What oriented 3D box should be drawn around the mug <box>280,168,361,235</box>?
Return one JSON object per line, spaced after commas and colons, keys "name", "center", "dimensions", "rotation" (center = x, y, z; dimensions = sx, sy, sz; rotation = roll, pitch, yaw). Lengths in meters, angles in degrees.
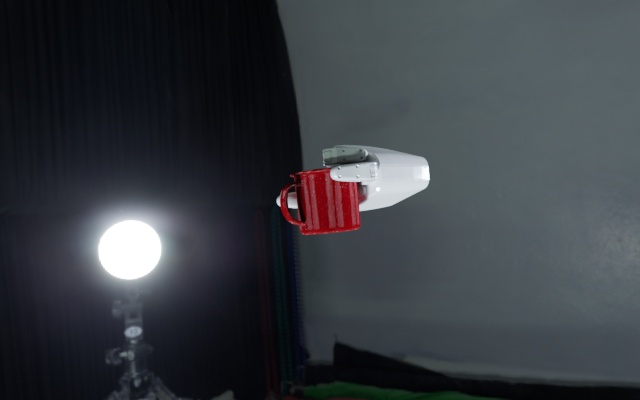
{"name": "mug", "center": [-0.001, 0.002, 0.628], "dimensions": [0.117, 0.081, 0.093], "rotation": [-5, -2, -37]}
